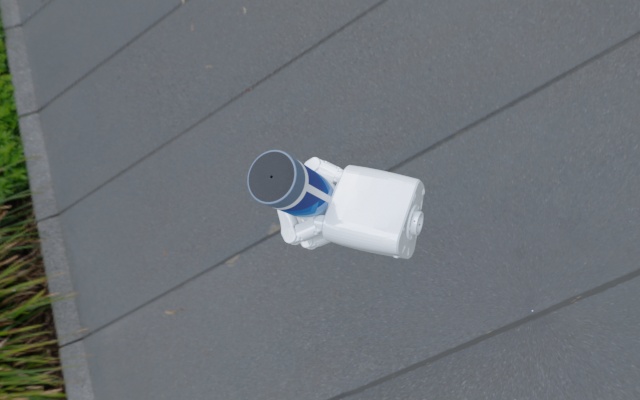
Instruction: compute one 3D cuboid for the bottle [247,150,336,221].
[{"bbox_3d":[0.000,0.002,0.693,0.069,0.069,0.296,0,-12,24],"label":"bottle"}]
